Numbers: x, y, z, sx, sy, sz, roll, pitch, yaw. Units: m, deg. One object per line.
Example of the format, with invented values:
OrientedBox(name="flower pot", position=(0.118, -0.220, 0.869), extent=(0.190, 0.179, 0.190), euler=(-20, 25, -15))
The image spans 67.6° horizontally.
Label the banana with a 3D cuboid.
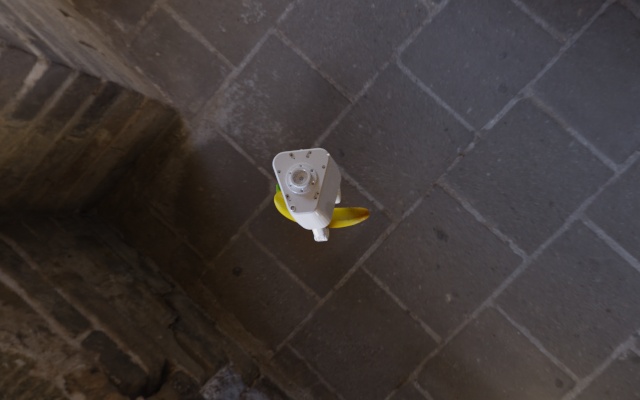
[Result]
OrientedBox(name="banana", position=(-0.010, 0.017, 0.890), extent=(0.198, 0.069, 0.037), euler=(17, -25, 18))
